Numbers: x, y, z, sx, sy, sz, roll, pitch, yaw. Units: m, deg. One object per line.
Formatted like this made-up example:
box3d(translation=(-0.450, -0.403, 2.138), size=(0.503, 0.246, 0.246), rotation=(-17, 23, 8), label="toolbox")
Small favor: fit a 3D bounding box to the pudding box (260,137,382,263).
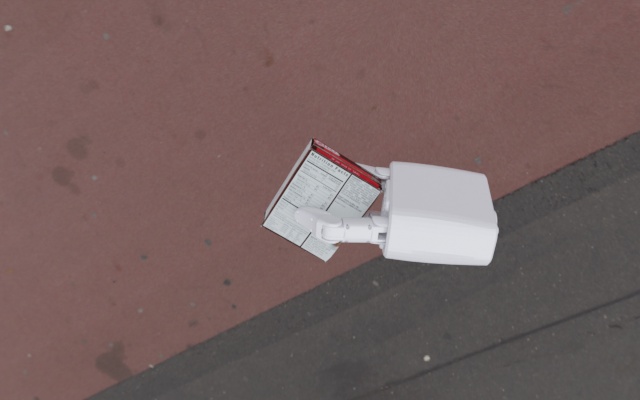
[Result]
box3d(translation=(0.000, 0.002, 0.522), size=(0.090, 0.113, 0.039), rotation=(31, 23, -9), label="pudding box")
